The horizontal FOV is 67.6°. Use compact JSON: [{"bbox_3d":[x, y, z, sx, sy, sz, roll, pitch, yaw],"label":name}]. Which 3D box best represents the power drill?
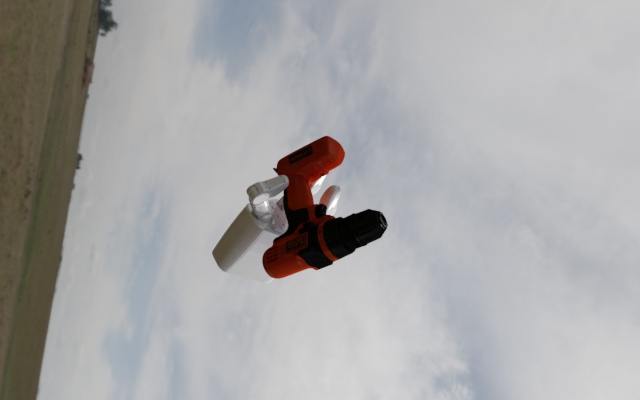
[{"bbox_3d":[0.000,0.002,0.656,0.184,0.187,0.057,-23,-43,26],"label":"power drill"}]
